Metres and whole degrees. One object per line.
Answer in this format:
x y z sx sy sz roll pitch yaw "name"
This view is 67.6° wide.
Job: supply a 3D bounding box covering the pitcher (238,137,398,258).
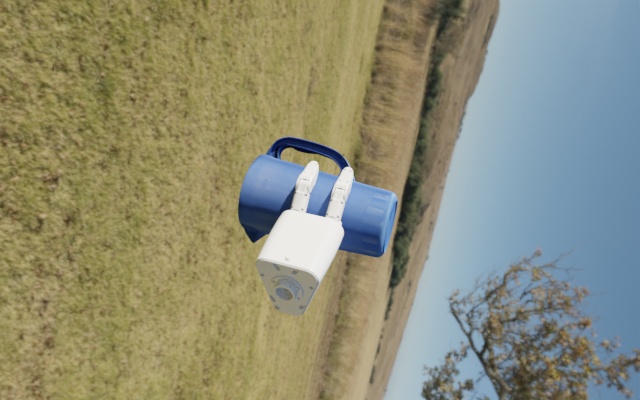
0.000 0.003 0.787 0.243 0.149 0.145 14 40 13 "pitcher"
